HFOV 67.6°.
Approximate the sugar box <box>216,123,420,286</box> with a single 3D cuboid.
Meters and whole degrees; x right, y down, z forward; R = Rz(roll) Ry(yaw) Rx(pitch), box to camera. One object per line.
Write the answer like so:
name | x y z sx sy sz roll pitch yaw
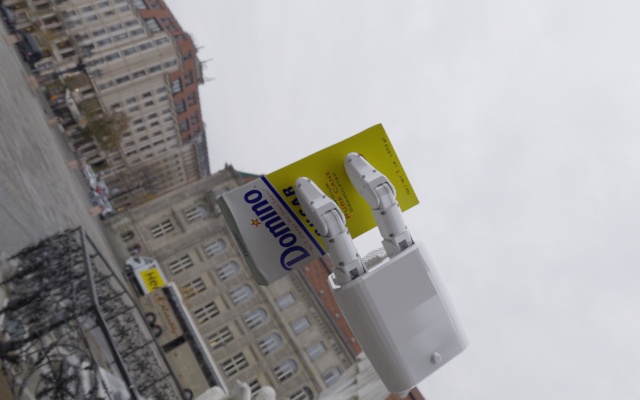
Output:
sugar box | 0.000 0.002 0.463 0.176 0.093 0.048 -27 2 -21
